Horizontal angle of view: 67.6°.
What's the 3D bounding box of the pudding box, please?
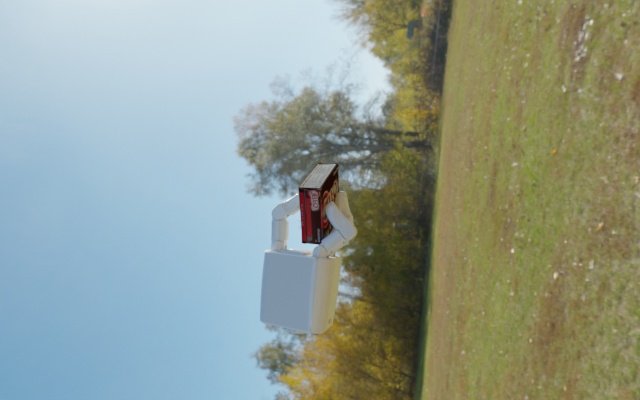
[{"bbox_3d":[0.000,0.002,0.718,0.039,0.090,0.113,4,24,12],"label":"pudding box"}]
